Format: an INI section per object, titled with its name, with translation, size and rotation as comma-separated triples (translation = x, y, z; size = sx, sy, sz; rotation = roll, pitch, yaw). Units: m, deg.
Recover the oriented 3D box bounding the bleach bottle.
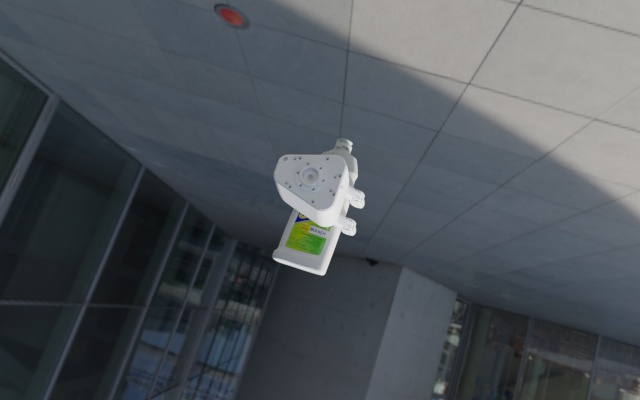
[bleach bottle]
translation = 0.000, 0.003, 0.875
size = 0.102, 0.250, 0.068
rotation = 17, -12, 7
